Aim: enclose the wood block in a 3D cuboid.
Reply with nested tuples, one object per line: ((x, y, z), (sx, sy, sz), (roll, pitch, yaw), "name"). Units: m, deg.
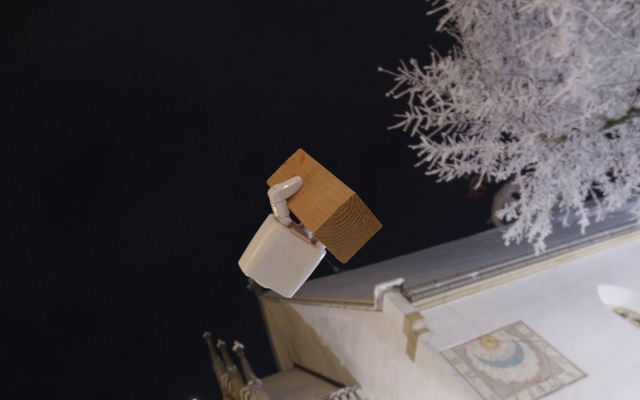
((0.000, 0.003, 0.812), (0.091, 0.090, 0.206), (46, -2, -37), "wood block")
